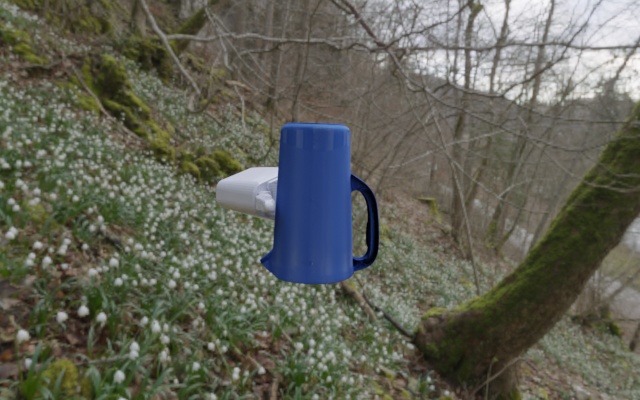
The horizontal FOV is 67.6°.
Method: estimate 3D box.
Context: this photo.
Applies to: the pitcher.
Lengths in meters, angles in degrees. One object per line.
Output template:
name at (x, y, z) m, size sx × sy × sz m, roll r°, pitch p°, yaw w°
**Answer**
pitcher at (0.000, 0.002, 0.754) m, size 0.145 × 0.243 × 0.149 m, roll 8°, pitch 9°, yaw 42°
